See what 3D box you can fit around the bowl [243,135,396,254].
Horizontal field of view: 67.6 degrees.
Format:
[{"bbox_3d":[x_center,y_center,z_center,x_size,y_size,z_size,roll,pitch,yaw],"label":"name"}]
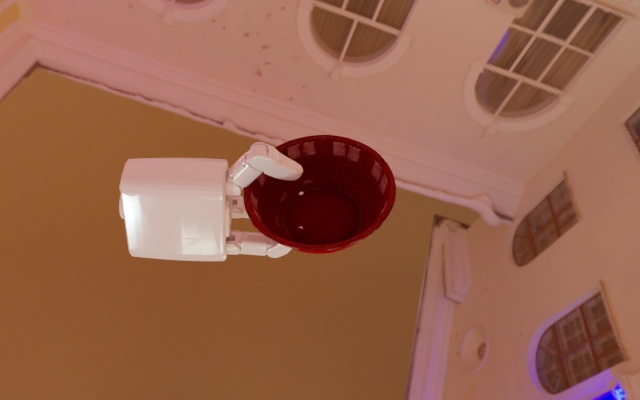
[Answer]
[{"bbox_3d":[0.001,0.002,0.523,0.162,0.162,0.055,0,-40,5],"label":"bowl"}]
